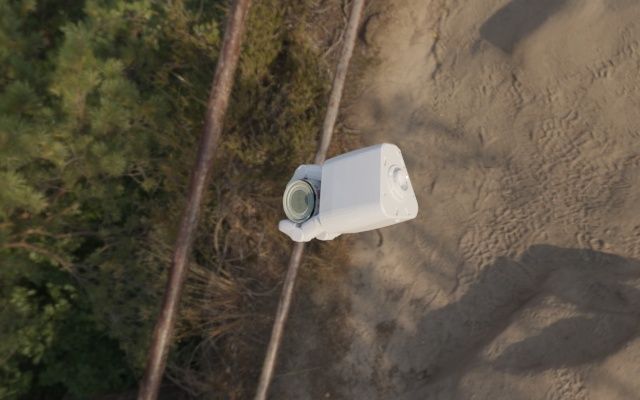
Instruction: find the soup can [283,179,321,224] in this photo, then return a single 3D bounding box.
[{"bbox_3d":[0.000,0.002,0.746,0.068,0.068,0.102,0,-1,41],"label":"soup can"}]
